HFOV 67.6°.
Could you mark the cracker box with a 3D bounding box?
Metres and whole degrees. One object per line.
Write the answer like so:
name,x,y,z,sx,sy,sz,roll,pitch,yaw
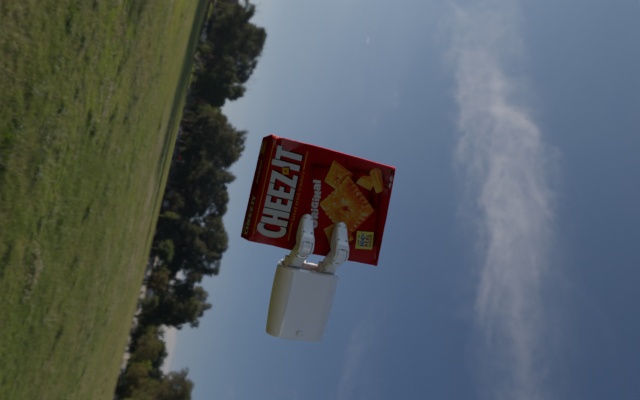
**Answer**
cracker box,0.000,0.002,0.751,0.214,0.164,0.072,13,-3,-18
